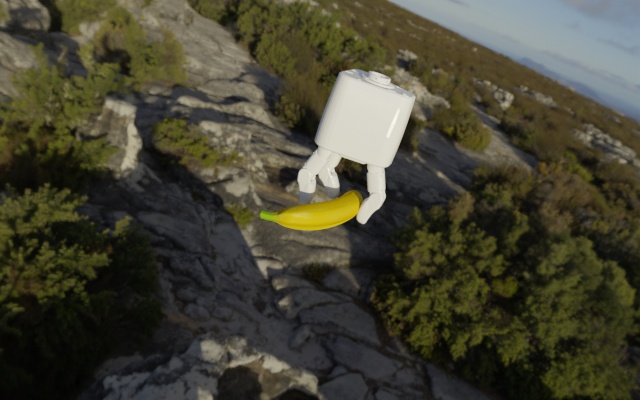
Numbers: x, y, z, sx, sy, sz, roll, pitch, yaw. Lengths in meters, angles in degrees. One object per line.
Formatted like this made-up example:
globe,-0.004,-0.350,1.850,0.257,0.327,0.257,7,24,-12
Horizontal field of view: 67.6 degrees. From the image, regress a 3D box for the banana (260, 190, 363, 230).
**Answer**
banana,0.010,0.012,0.700,0.198,0.037,0.069,-9,35,-44
